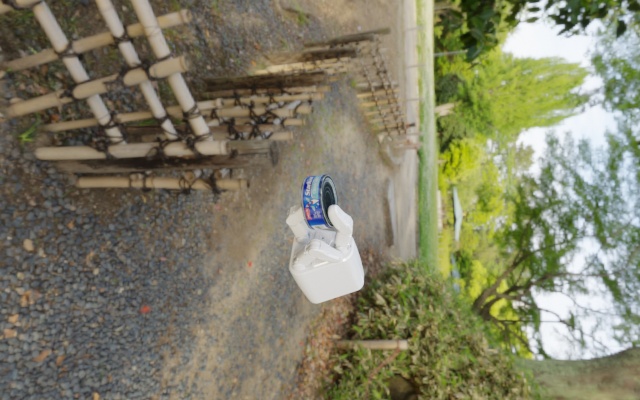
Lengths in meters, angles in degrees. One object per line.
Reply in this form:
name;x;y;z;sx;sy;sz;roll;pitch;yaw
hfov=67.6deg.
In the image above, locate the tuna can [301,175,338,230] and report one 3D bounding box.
tuna can;0.001;0.002;0.753;0.034;0.086;0.086;-6;-2;19
